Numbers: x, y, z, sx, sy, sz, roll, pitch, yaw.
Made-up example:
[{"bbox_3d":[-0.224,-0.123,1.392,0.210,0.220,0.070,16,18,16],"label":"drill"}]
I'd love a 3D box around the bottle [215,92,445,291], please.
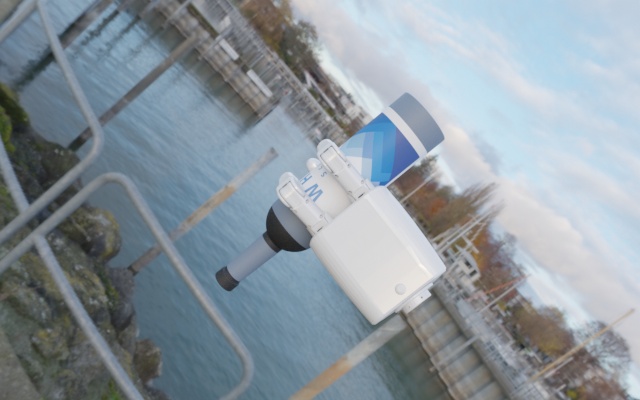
[{"bbox_3d":[0.000,0.002,0.533,0.296,0.069,0.069,-40,-6,7],"label":"bottle"}]
